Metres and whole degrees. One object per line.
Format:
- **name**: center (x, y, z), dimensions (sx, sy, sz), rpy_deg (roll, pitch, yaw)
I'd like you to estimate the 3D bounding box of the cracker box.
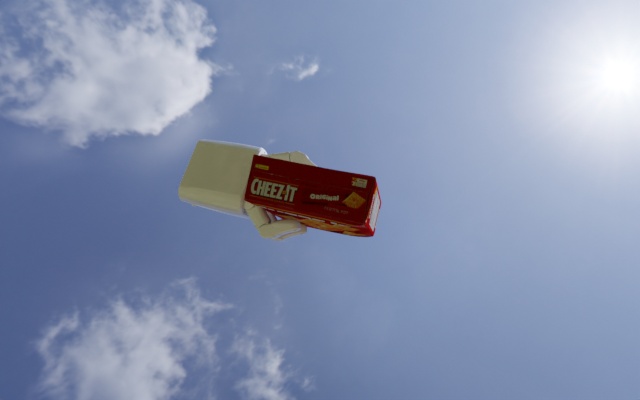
- **cracker box**: center (0.000, 0.002, 0.702), dimensions (0.164, 0.072, 0.214), rpy_deg (11, -6, 10)
